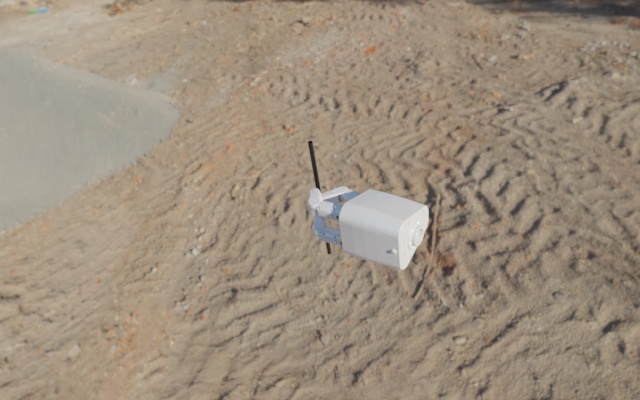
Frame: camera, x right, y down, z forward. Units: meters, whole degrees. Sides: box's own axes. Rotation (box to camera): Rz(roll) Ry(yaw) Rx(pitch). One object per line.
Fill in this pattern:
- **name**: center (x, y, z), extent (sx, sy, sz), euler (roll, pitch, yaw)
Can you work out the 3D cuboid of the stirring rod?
- **stirring rod**: center (0.000, 0.003, 0.836), extent (0.011, 0.240, 0.011), euler (-7, 36, 5)
